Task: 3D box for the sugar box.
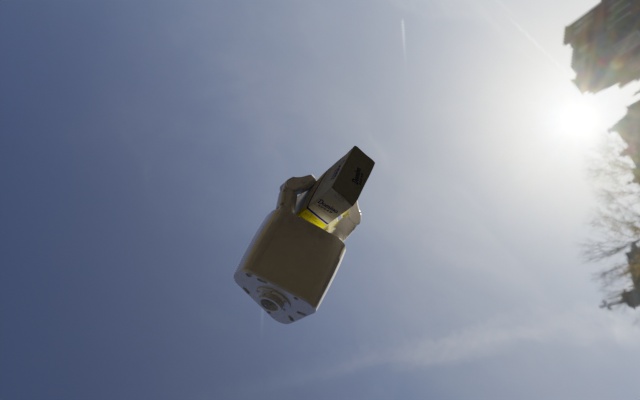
[{"bbox_3d":[0.000,0.003,0.693,0.048,0.093,0.176,40,-41,-13],"label":"sugar box"}]
